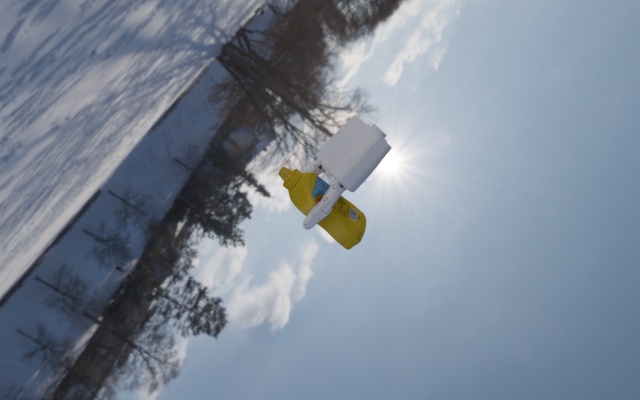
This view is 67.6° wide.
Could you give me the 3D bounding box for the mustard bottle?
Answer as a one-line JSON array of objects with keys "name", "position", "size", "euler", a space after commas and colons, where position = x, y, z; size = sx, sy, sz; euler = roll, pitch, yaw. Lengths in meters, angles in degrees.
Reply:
[{"name": "mustard bottle", "position": [0.000, 0.003, 0.882], "size": [0.192, 0.096, 0.058], "euler": [40, -56, -19]}]
